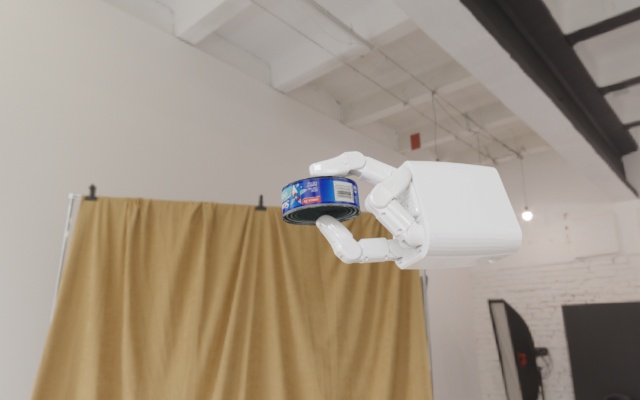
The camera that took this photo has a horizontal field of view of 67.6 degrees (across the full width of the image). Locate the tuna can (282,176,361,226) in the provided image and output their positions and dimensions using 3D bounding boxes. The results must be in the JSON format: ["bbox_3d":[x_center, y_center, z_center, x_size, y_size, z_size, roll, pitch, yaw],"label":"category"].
[{"bbox_3d":[0.000,0.001,0.522,0.086,0.033,0.086,-5,-15,-1],"label":"tuna can"}]
